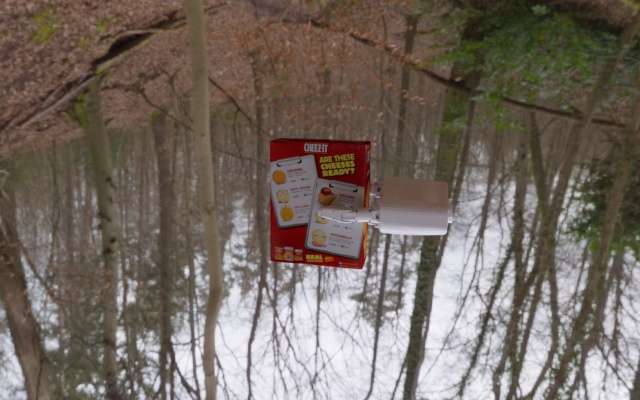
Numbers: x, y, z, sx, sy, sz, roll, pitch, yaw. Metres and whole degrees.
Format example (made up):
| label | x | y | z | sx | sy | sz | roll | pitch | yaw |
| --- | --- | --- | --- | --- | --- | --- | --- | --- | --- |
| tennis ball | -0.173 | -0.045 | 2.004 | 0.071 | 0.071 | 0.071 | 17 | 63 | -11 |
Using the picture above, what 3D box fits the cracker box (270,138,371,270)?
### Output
| label | x | y | z | sx | sy | sz | roll | pitch | yaw |
| --- | --- | --- | --- | --- | --- | --- | --- | --- | --- |
| cracker box | 0.000 | 0.003 | 0.821 | 0.164 | 0.214 | 0.072 | 4 | 13 | 11 |
